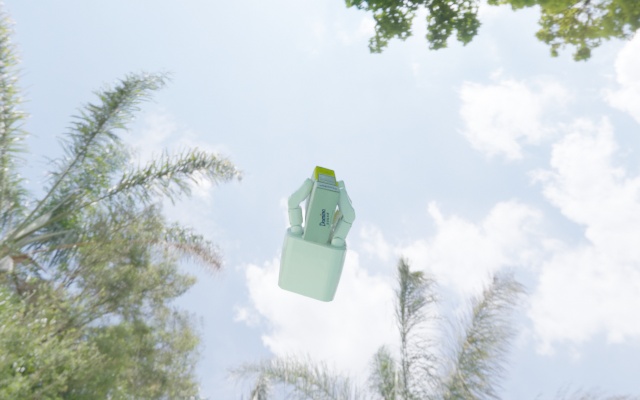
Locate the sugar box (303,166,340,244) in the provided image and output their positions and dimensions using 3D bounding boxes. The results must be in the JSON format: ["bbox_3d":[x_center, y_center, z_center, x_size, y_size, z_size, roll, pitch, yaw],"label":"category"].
[{"bbox_3d":[0.001,0.003,0.838,0.048,0.093,0.176,12,15,-7],"label":"sugar box"}]
